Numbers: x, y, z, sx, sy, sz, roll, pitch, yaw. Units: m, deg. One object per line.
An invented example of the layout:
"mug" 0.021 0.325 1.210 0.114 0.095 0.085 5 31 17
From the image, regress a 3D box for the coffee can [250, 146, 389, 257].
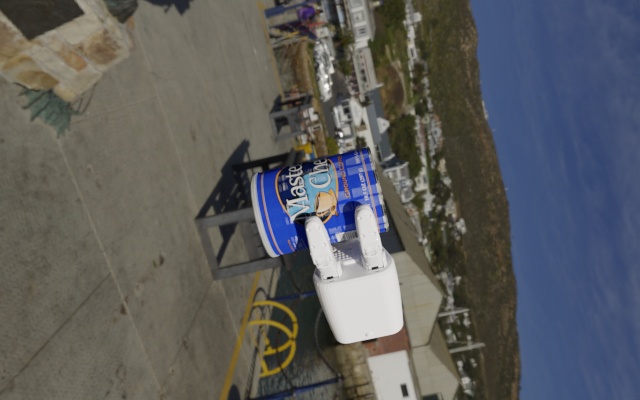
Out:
"coffee can" 0.000 0.002 0.562 0.140 0.103 0.103 -13 -1 4
